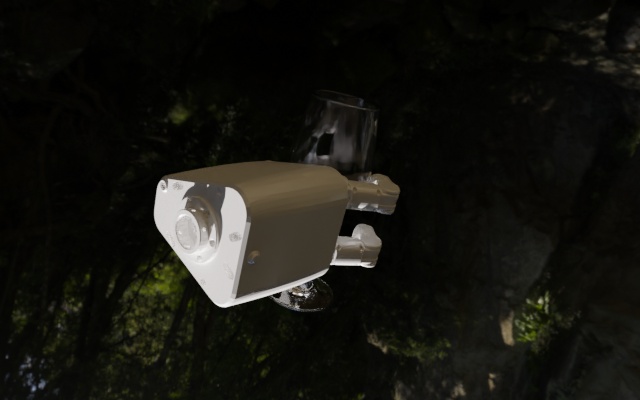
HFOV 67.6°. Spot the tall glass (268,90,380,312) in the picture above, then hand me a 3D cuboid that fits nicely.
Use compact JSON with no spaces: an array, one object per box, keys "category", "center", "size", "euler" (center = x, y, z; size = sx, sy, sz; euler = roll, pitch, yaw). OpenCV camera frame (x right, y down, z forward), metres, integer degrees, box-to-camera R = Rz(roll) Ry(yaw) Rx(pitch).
[{"category":"tall glass","center":[0.000,0.002,0.455],"size":[0.079,0.201,0.079],"euler":[13,20,-5]}]
